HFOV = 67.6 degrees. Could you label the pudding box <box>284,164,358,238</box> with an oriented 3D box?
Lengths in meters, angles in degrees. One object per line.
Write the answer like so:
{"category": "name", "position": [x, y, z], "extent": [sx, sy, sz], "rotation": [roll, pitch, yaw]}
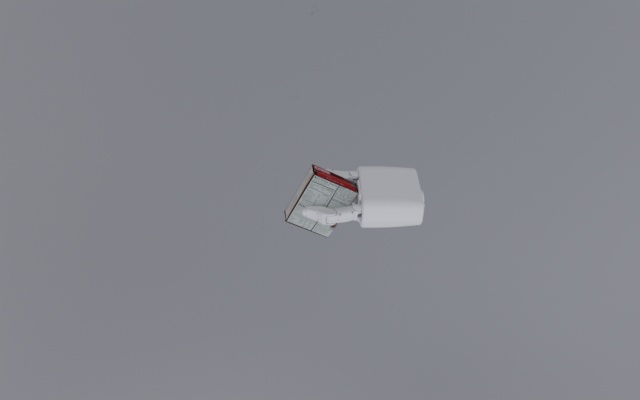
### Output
{"category": "pudding box", "position": [0.000, 0.003, 0.837], "extent": [0.090, 0.113, 0.039], "rotation": [23, 27, -18]}
